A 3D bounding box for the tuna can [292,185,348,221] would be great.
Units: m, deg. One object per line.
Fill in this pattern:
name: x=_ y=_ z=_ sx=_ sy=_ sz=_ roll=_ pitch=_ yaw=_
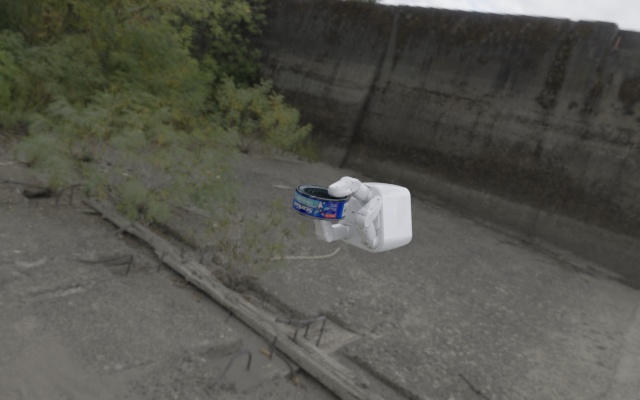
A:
tuna can: x=0.000 y=0.002 z=0.750 sx=0.086 sy=0.034 sz=0.086 roll=10 pitch=14 yaw=-3
